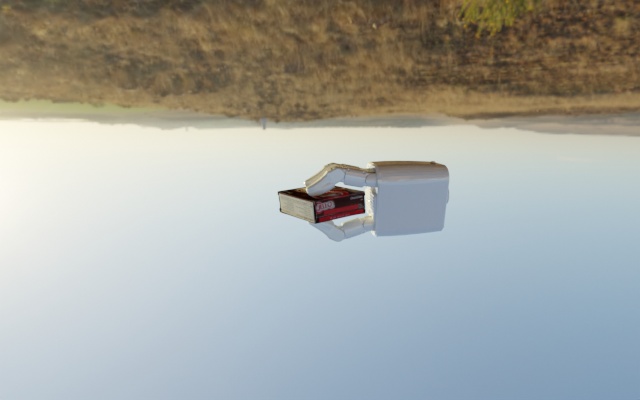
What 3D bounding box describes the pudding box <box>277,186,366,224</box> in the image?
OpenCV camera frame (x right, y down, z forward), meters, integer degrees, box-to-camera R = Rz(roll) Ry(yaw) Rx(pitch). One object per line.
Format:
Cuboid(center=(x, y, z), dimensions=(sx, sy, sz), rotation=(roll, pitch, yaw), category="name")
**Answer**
Cuboid(center=(0.000, 0.003, 0.722), dimensions=(0.090, 0.039, 0.113), rotation=(-9, 11, -31), category="pudding box")
